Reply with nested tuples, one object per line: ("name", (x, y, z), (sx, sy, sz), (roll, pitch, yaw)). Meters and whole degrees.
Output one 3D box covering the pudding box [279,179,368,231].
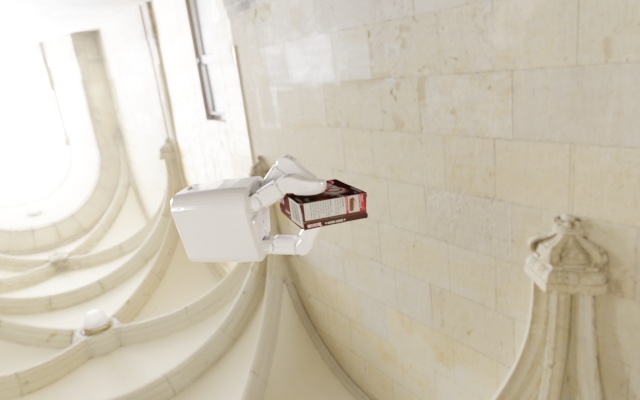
("pudding box", (0.000, 0.002, 0.633), (0.090, 0.039, 0.113), (-11, 17, -17))
